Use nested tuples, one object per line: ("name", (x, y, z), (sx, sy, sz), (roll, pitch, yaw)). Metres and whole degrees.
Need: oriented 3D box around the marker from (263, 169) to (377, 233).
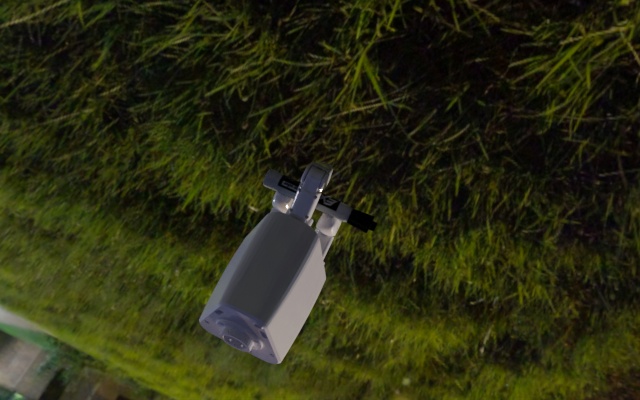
("marker", (0.000, 0.002, 0.478), (0.121, 0.020, 0.020), (25, 3, 6))
